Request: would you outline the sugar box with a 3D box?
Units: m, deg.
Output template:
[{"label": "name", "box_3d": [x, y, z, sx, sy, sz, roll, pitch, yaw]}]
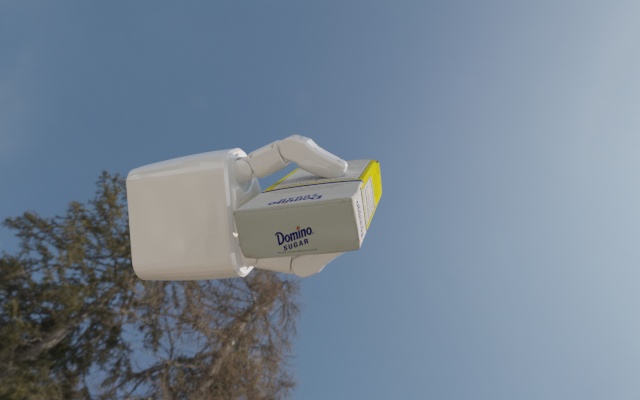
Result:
[{"label": "sugar box", "box_3d": [0.000, 0.002, 0.426, 0.093, 0.048, 0.176, -6, 15, 15]}]
